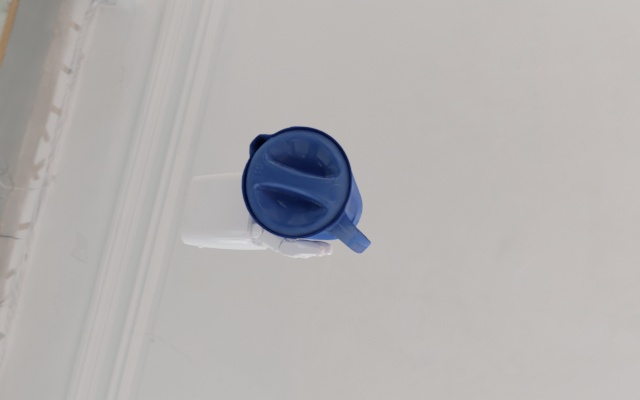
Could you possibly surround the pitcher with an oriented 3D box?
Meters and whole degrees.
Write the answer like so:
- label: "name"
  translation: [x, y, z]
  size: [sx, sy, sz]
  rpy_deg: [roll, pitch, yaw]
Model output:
- label: "pitcher"
  translation: [0.000, 0.002, 0.661]
  size: [0.145, 0.149, 0.243]
  rpy_deg: [-3, -9, 11]
